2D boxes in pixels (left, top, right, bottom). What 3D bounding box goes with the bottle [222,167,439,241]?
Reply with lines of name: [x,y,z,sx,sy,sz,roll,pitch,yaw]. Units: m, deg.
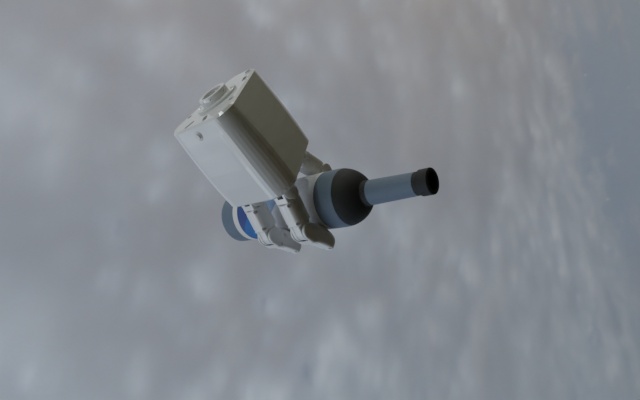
bottle: [0.000,0.002,0.562,0.296,0.069,0.069,-11,-7,41]
